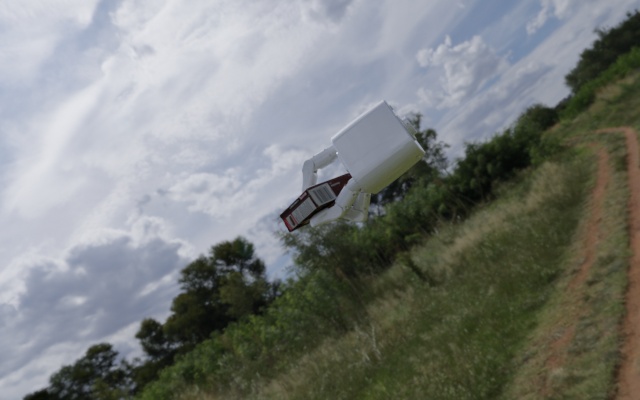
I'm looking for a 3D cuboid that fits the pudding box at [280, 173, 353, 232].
[{"bbox_3d":[0.000,0.002,0.791,0.113,0.039,0.090,-20,-17,-45],"label":"pudding box"}]
